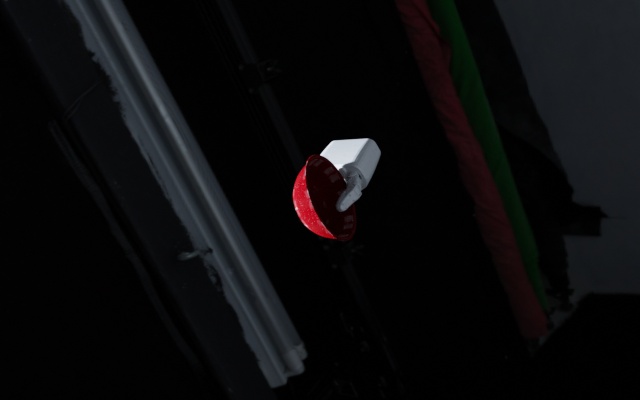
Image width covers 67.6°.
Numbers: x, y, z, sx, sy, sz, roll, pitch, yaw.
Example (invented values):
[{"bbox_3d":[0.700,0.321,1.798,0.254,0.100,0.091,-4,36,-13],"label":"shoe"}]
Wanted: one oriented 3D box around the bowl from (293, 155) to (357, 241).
[{"bbox_3d":[-0.001,0.003,0.846,0.055,0.162,0.162,-23,-11,26],"label":"bowl"}]
